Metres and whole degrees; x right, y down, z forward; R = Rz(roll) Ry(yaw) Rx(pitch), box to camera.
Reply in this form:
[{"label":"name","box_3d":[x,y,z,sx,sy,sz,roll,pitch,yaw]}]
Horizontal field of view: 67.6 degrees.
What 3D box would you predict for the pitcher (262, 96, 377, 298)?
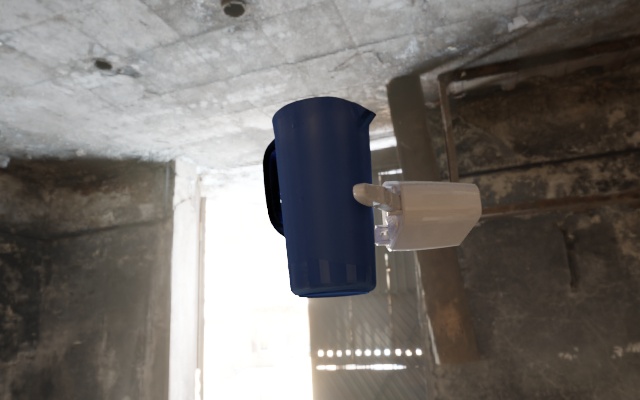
[{"label":"pitcher","box_3d":[0.000,0.002,0.625,0.145,0.242,0.149,-1,-15,-8]}]
